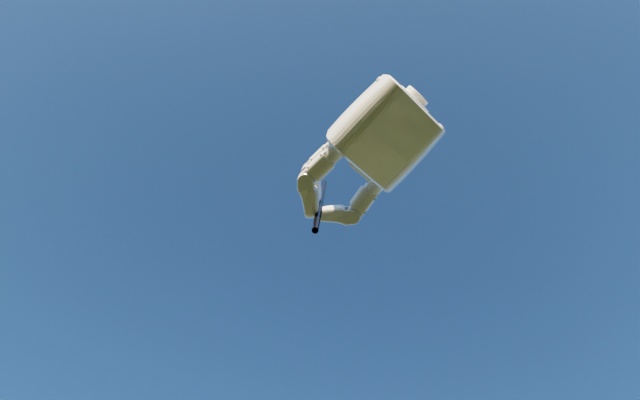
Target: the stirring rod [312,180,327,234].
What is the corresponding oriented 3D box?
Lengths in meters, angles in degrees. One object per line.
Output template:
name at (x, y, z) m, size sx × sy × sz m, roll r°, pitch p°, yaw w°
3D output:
stirring rod at (0.000, 0.002, 0.660) m, size 0.011 × 0.011 × 0.239 m, roll 0°, pitch 15°, yaw 3°
